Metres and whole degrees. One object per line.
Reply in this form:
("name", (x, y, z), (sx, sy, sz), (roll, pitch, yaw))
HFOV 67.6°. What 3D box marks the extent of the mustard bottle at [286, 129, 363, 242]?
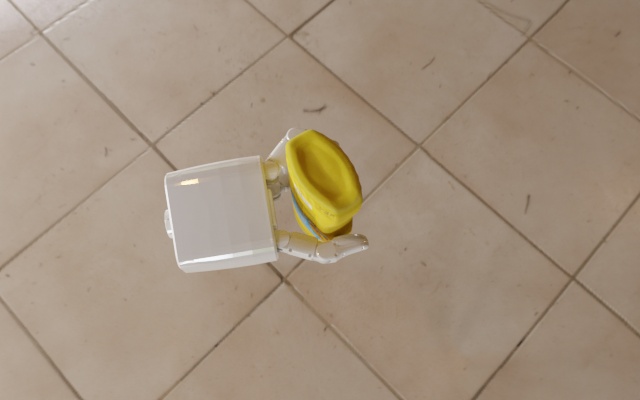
("mustard bottle", (0.000, 0.002, 0.549), (0.058, 0.096, 0.192), (-33, -15, -13))
